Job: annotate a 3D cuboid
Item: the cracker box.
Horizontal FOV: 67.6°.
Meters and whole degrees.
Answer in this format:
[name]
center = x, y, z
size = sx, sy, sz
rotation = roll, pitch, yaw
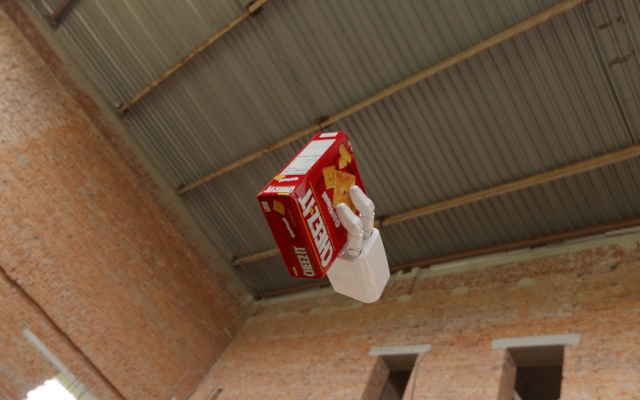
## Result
[cracker box]
center = 0.000, 0.003, 0.814
size = 0.072, 0.164, 0.213
rotation = -2, 32, 32
